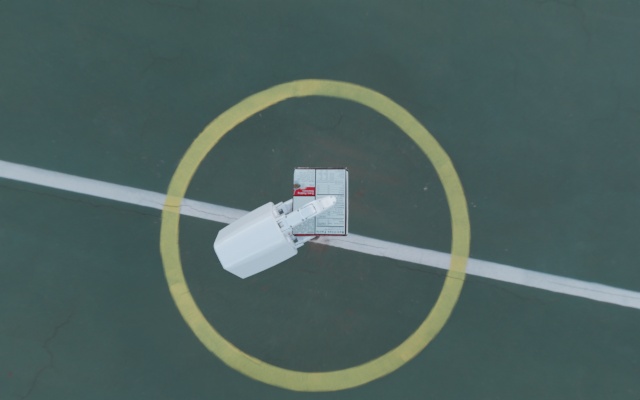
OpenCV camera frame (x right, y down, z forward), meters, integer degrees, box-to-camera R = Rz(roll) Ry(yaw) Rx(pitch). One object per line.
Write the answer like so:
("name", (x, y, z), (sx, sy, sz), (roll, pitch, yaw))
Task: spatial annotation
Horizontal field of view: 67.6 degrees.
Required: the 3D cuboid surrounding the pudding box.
("pudding box", (0.000, 0.003, 0.780), (0.090, 0.113, 0.039), (1, -2, 5))
